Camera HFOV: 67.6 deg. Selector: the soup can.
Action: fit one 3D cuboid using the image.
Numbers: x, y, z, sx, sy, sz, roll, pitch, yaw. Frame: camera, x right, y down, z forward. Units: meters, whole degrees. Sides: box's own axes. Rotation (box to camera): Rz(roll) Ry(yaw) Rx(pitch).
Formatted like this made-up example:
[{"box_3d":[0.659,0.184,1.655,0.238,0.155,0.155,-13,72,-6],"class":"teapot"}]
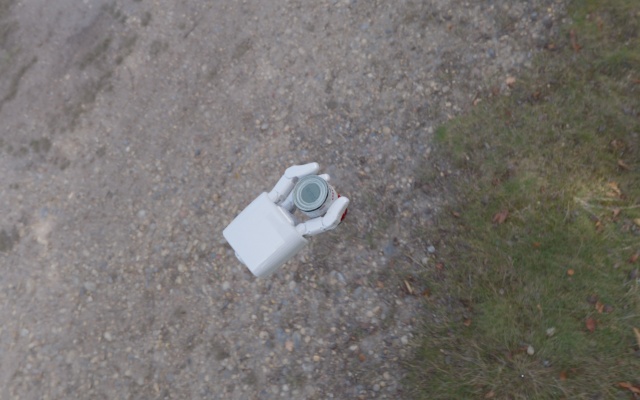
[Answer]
[{"box_3d":[0.000,0.002,0.845,0.068,0.068,0.102,0,-19,23],"class":"soup can"}]
